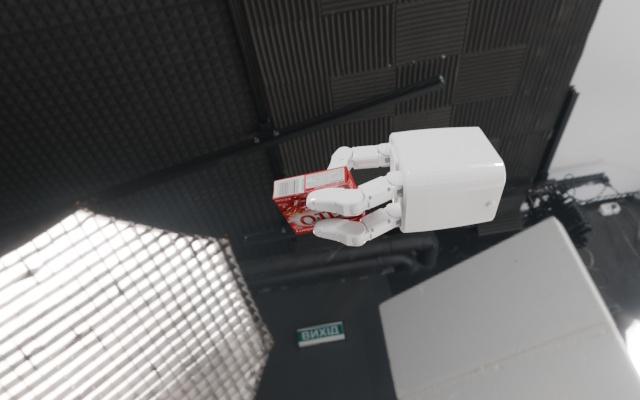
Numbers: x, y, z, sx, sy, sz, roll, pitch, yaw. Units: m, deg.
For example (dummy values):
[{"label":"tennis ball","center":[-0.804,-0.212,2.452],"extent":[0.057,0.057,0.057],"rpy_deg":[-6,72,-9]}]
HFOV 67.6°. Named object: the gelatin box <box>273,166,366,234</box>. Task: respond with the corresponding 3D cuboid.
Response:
[{"label":"gelatin box","center":[0.000,0.001,0.545],"extent":[0.089,0.030,0.073],"rpy_deg":[-11,-39,15]}]
